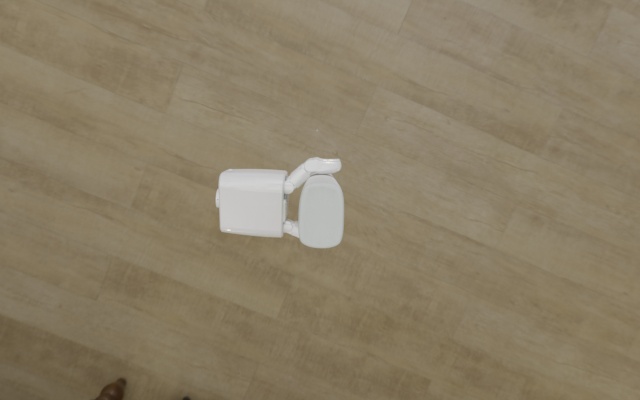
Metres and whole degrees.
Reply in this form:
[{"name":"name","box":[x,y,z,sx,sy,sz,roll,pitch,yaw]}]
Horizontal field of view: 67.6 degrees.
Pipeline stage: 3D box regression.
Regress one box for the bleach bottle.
[{"name":"bleach bottle","box":[0.000,0.003,0.819,0.068,0.102,0.251,2,8,-1]}]
